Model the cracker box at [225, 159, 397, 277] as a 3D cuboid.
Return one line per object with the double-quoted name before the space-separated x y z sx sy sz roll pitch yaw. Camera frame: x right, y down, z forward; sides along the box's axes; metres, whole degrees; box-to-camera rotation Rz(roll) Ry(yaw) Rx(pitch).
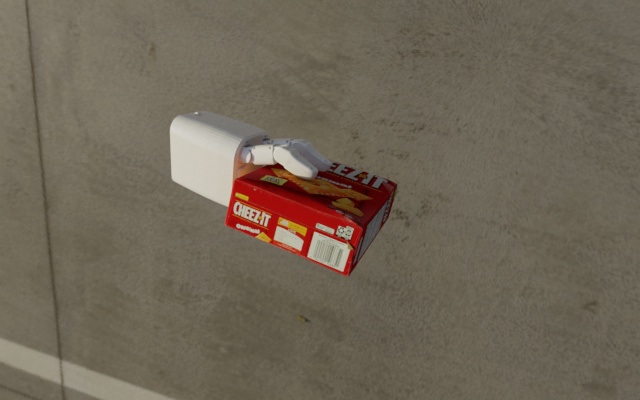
"cracker box" 0.000 0.002 0.635 0.164 0.072 0.213 21 21 13
